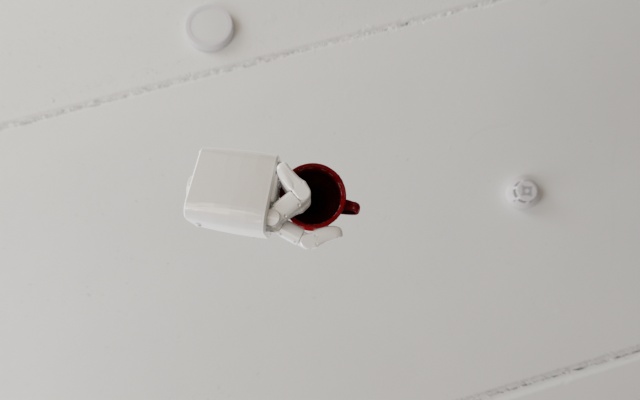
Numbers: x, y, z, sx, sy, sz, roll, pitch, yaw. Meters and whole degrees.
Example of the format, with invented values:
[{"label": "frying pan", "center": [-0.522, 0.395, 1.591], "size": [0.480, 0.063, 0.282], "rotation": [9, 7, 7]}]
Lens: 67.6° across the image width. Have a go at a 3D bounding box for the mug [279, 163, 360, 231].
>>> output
[{"label": "mug", "center": [0.002, 0.002, 0.700], "size": [0.117, 0.093, 0.081], "rotation": [9, -11, 0]}]
